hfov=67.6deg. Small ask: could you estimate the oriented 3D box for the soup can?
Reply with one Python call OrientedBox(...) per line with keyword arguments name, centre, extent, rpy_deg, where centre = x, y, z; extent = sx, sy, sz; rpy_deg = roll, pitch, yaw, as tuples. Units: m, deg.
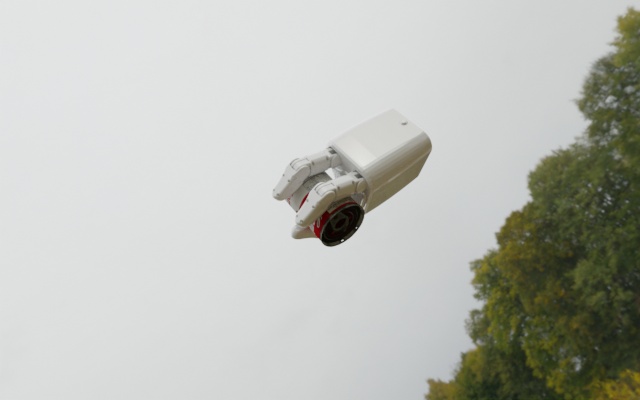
OrientedBox(name="soup can", centre=(0.000, 0.002, 0.625), extent=(0.068, 0.068, 0.102), rpy_deg=(0, 37, -45))
